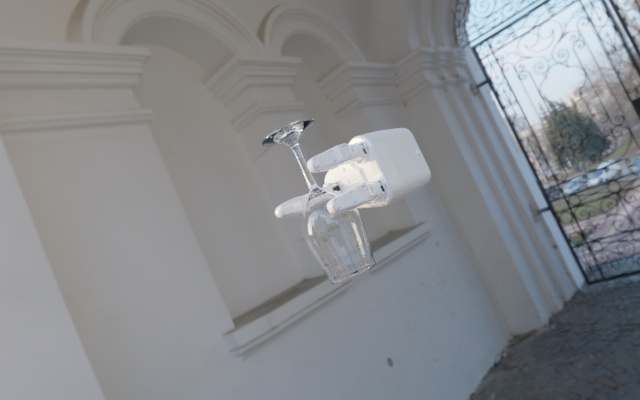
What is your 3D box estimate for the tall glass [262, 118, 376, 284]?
[{"bbox_3d":[0.000,0.001,0.607,0.079,0.201,0.079,-24,-5,-2],"label":"tall glass"}]
